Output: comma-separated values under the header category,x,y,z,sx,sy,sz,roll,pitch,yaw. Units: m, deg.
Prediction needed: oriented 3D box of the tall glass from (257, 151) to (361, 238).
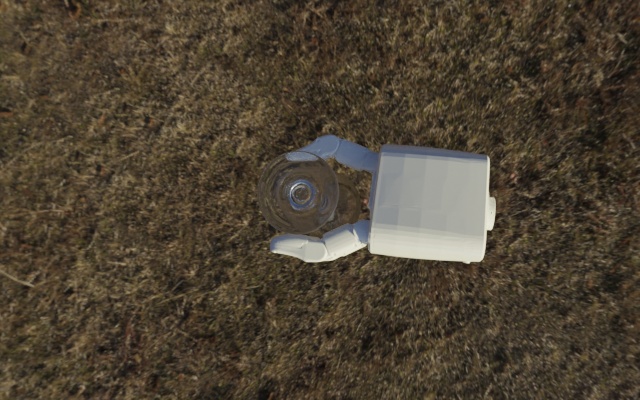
category,x,y,z,sx,sy,sz,roll,pitch,yaw
tall glass,0.000,0.002,0.515,0.079,0.079,0.201,0,-5,11
